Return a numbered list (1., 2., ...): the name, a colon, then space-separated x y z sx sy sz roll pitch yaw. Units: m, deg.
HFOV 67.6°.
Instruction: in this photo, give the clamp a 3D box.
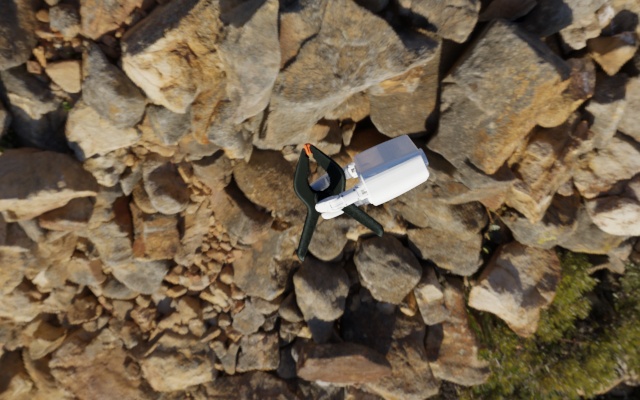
1. clamp: 0.000 0.002 0.854 0.164 0.210 0.036 -25 11 5
